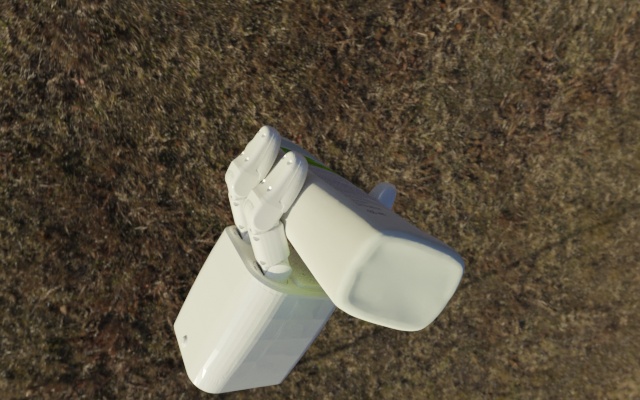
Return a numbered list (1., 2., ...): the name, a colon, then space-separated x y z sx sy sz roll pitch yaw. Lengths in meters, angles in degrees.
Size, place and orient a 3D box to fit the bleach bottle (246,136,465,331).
1. bleach bottle: 0.000 0.001 0.403 0.102 0.068 0.250 24 12 -35
